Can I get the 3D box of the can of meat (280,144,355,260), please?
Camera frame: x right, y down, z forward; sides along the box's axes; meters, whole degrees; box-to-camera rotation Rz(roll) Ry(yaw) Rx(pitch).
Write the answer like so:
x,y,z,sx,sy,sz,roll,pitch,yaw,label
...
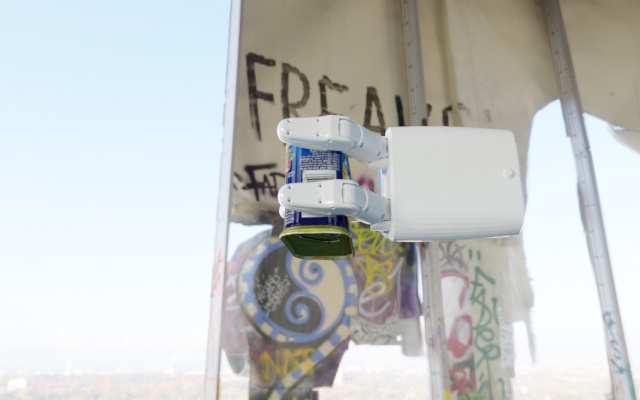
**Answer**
x,y,z,sx,sy,sz,roll,pitch,yaw,label
0.000,0.001,0.420,0.057,0.084,0.102,-1,-18,6,can of meat
